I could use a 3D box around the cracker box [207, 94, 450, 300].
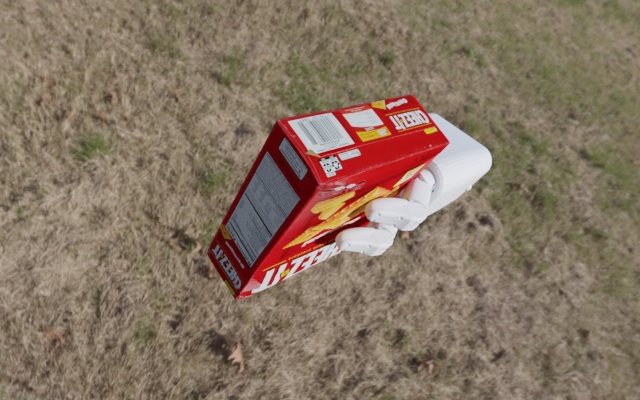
[{"bbox_3d":[0.000,0.001,0.469,0.164,0.072,0.214,-19,-22,-39],"label":"cracker box"}]
